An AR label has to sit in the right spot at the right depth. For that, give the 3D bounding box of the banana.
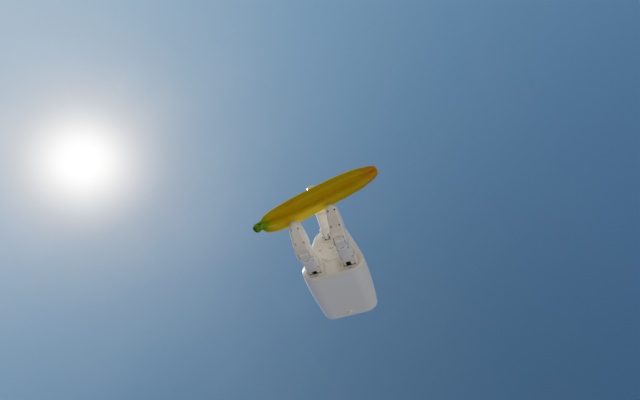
[{"bbox_3d":[-0.008,0.002,0.699,0.198,0.037,0.069,-28,12,-11],"label":"banana"}]
